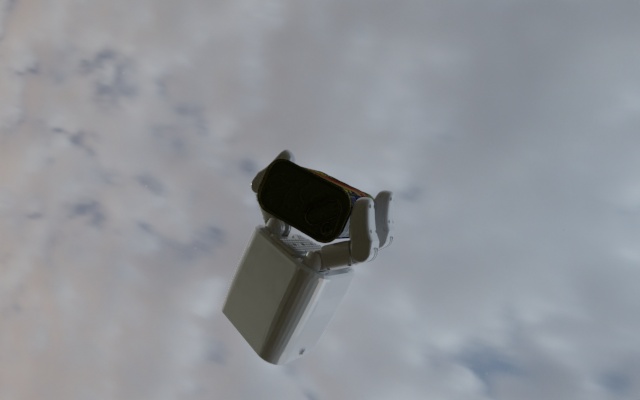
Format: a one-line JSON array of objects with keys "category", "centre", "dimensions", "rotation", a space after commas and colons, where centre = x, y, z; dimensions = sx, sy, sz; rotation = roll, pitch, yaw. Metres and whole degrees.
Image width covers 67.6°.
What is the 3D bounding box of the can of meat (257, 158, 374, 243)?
[{"category": "can of meat", "centre": [0.000, 0.002, 0.500], "dimensions": [0.102, 0.057, 0.084], "rotation": [28, 9, 26]}]
